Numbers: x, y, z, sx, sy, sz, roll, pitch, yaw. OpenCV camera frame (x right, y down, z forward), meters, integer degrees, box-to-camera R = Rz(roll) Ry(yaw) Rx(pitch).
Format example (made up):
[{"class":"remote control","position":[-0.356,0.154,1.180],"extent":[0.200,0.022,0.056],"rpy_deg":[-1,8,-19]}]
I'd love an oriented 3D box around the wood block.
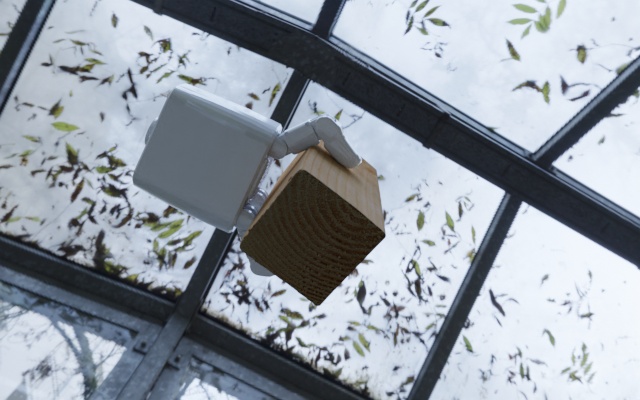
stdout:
[{"class":"wood block","position":[0.000,0.001,0.484],"extent":[0.090,0.091,0.206],"rpy_deg":[38,17,-8]}]
